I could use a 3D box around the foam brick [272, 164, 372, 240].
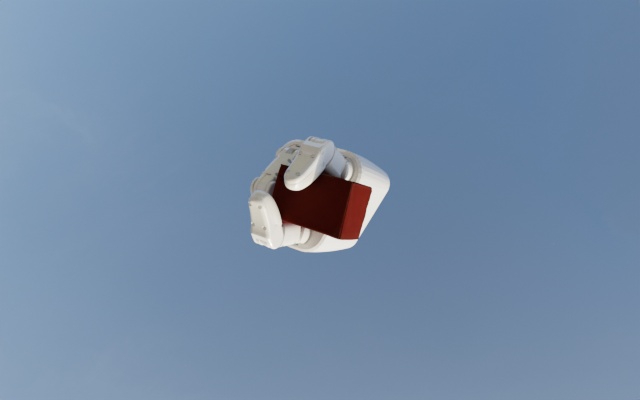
[{"bbox_3d":[0.000,0.002,0.443,0.078,0.053,0.051,16,2,27],"label":"foam brick"}]
